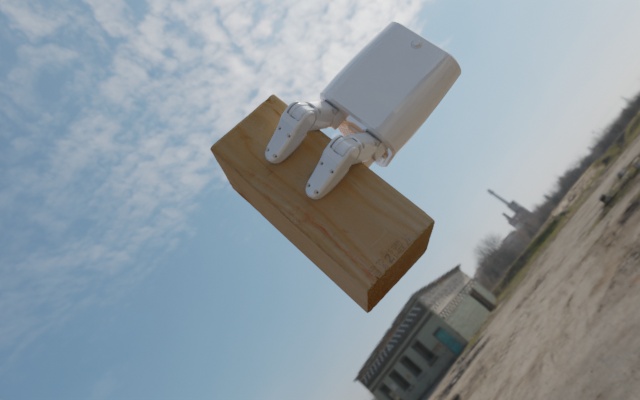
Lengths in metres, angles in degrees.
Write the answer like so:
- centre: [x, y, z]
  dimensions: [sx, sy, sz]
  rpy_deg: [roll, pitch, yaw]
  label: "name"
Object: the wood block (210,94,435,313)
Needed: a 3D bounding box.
- centre: [0.000, 0.001, 0.474]
  dimensions: [0.206, 0.090, 0.091]
  rpy_deg: [41, -14, 21]
  label: "wood block"
